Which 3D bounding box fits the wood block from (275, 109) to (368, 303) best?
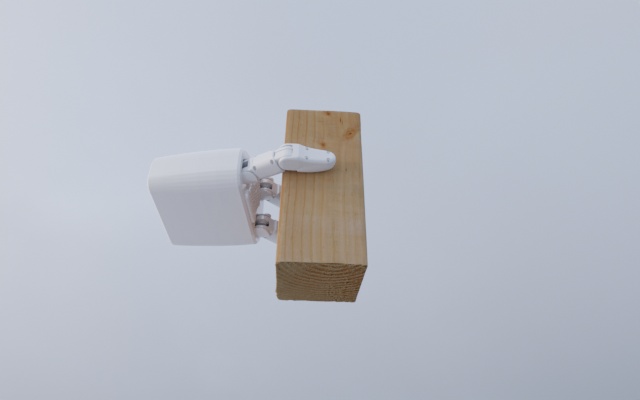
[{"bbox_3d":[0.000,0.001,0.546,0.090,0.206,0.091,3,-35,-3],"label":"wood block"}]
